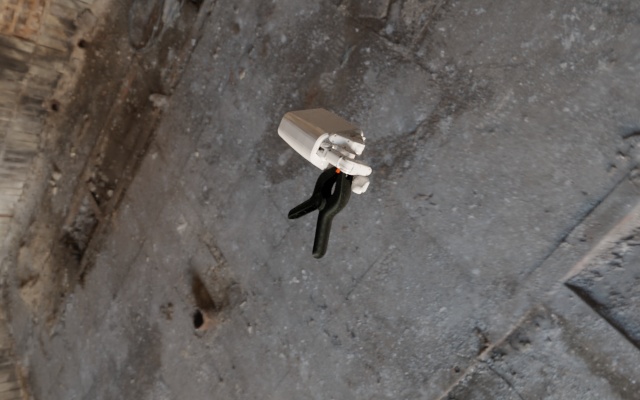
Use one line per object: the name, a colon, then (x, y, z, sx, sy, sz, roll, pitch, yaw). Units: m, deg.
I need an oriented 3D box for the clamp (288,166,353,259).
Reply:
clamp: (0.000, 0.003, 0.842, 0.039, 0.171, 0.120, 7, 26, -48)
